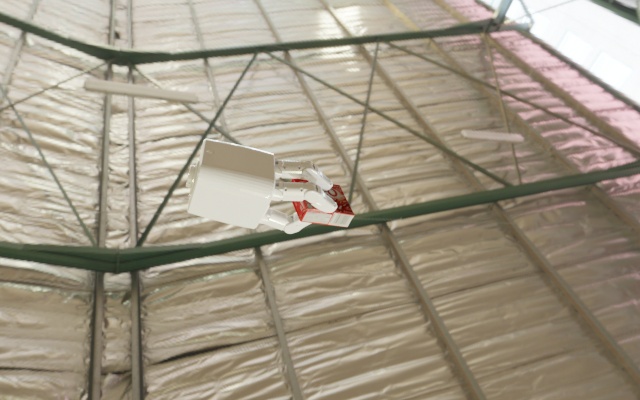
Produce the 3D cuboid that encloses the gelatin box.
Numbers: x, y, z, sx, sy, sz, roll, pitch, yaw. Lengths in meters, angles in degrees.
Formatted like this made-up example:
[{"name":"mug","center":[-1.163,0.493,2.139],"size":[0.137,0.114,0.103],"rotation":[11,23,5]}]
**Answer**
[{"name":"gelatin box","center":[0.000,0.003,0.743],"size":[0.089,0.030,0.073],"rotation":[9,38,-30]}]
